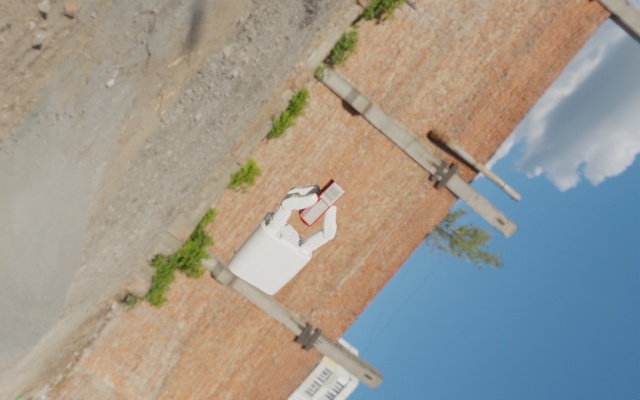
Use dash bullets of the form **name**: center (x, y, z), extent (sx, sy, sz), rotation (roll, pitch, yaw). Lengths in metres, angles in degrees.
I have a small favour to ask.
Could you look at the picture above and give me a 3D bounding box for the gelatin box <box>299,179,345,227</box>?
- **gelatin box**: center (0.001, 0.003, 0.841), extent (0.089, 0.030, 0.073), rotation (-44, 6, 3)
